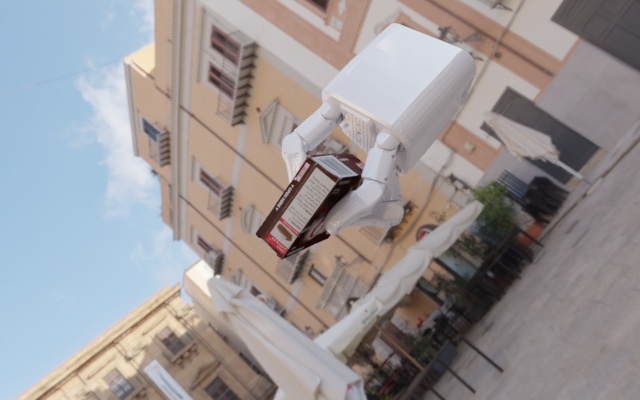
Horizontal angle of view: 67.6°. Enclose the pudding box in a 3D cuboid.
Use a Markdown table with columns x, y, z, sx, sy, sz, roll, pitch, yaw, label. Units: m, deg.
| x | y | z | sx | sy | sz | roll | pitch | yaw | label |
| --- | --- | --- | --- | --- | --- | --- | --- | --- | --- |
| 0.000 | 0.001 | 0.446 | 0.039 | 0.090 | 0.113 | 40 | 19 | 16 | pudding box |
